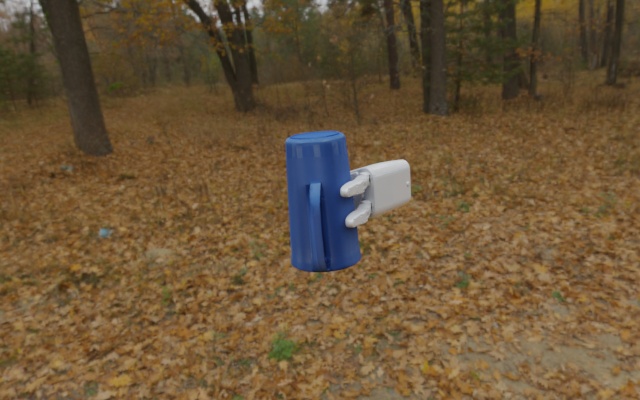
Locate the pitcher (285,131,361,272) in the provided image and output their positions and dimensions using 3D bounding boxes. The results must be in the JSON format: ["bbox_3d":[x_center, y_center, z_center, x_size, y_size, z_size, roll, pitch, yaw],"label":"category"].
[{"bbox_3d":[0.000,0.003,0.863,0.145,0.243,0.149,-16,18,-35],"label":"pitcher"}]
